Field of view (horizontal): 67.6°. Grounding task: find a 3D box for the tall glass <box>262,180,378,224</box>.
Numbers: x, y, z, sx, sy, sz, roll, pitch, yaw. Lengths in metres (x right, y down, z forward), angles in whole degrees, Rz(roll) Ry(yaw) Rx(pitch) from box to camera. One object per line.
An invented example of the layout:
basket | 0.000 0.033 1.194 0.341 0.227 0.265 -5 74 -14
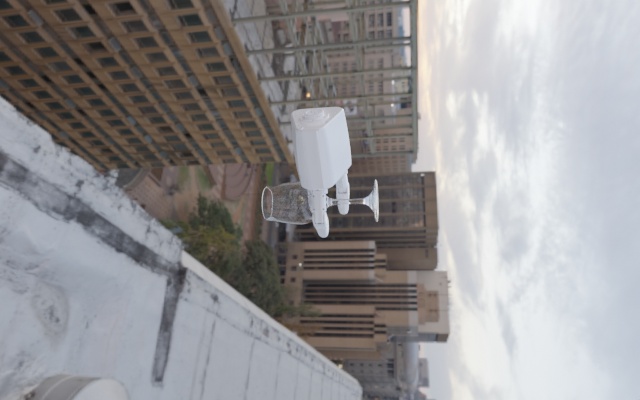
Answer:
tall glass | 0.001 0.003 0.850 0.201 0.079 0.079 -2 0 11
